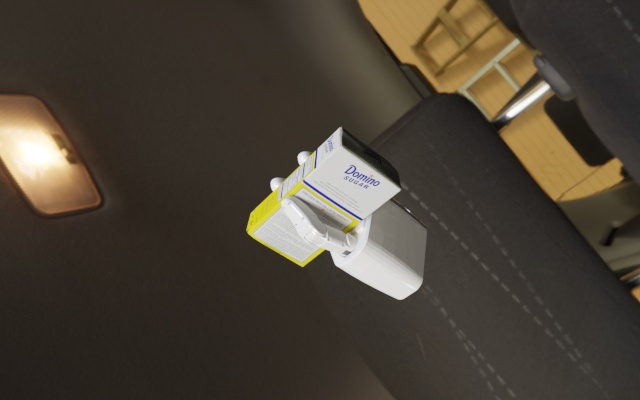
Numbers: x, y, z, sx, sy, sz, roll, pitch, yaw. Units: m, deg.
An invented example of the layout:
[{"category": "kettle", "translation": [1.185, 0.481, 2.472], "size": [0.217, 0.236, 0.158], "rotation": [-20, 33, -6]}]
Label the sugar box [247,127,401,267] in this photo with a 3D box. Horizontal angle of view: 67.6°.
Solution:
[{"category": "sugar box", "translation": [0.000, 0.002, 0.568], "size": [0.093, 0.048, 0.176], "rotation": [34, -58, -24]}]
